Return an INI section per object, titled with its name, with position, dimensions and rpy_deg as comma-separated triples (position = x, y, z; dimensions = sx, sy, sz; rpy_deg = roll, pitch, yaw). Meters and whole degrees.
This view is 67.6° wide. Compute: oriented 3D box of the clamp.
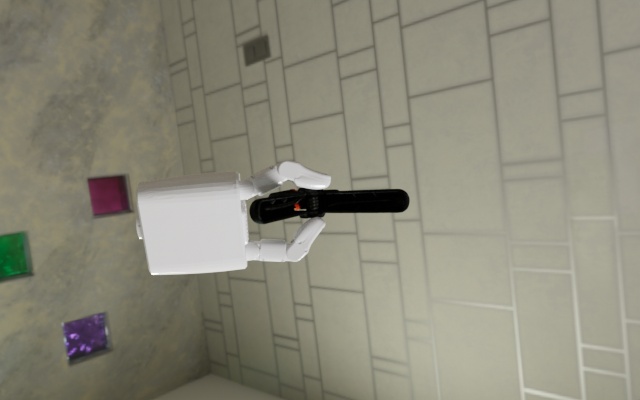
[clamp]
position = 0.000, 0.003, 0.561
dimensions = 0.164, 0.036, 0.210
rpy_deg = -3, 3, -8
